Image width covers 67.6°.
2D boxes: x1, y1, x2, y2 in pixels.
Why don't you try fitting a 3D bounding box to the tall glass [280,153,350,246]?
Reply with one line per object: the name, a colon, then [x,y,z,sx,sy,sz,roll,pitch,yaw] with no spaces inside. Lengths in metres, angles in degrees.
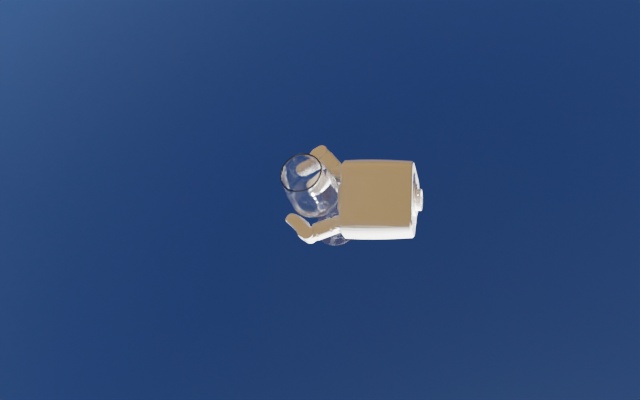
tall glass: [0.000,0.003,0.752,0.079,0.079,0.201,0,-25,19]
